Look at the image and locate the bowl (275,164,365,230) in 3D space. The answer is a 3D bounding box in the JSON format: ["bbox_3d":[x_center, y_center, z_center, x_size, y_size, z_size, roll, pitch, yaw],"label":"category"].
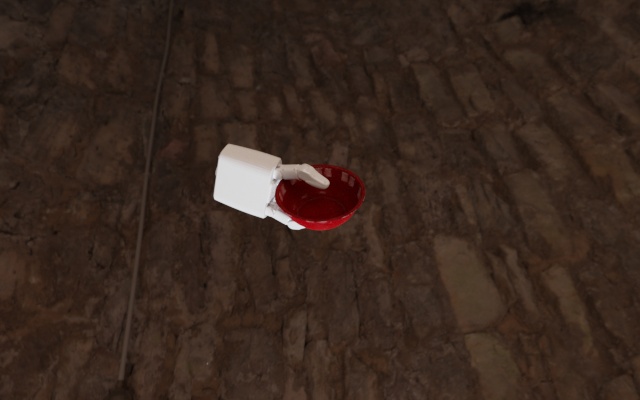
[{"bbox_3d":[0.001,0.004,0.863,0.162,0.055,0.162,-2,40,2],"label":"bowl"}]
